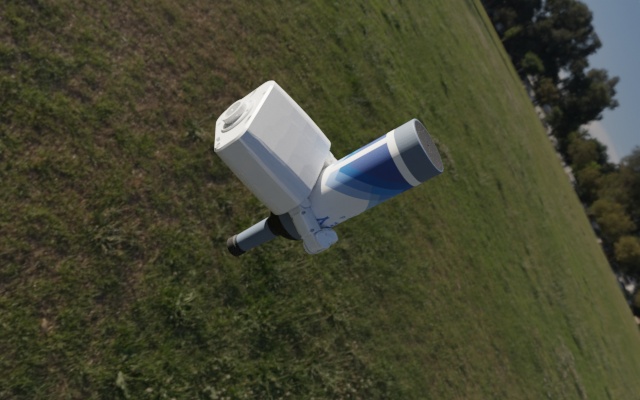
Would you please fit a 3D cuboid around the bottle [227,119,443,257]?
[{"bbox_3d":[0.000,0.002,0.581,0.296,0.069,0.069,-28,-13,26],"label":"bottle"}]
